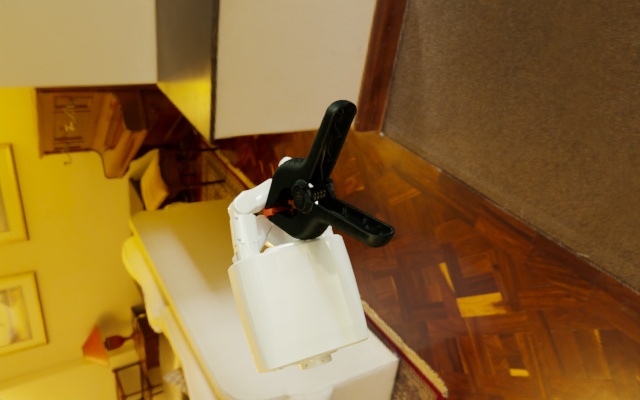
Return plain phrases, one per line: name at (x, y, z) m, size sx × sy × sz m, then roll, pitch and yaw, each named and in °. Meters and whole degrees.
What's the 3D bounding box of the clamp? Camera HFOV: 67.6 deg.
clamp at (-0.001, 0.001, 0.431) m, size 0.039 × 0.120 × 0.171 m, roll -8°, pitch -17°, yaw -30°
